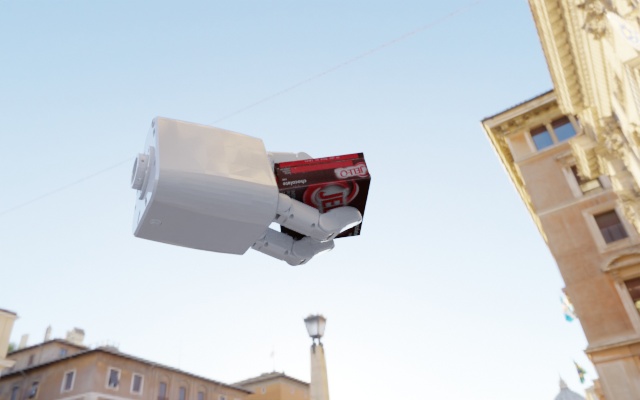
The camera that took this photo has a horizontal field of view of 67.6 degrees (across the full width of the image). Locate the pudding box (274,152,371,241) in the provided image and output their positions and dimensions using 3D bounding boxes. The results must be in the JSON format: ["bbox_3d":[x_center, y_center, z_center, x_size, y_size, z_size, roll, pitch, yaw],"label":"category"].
[{"bbox_3d":[0.000,0.001,0.492,0.090,0.039,0.114,-7,-31,-6],"label":"pudding box"}]
